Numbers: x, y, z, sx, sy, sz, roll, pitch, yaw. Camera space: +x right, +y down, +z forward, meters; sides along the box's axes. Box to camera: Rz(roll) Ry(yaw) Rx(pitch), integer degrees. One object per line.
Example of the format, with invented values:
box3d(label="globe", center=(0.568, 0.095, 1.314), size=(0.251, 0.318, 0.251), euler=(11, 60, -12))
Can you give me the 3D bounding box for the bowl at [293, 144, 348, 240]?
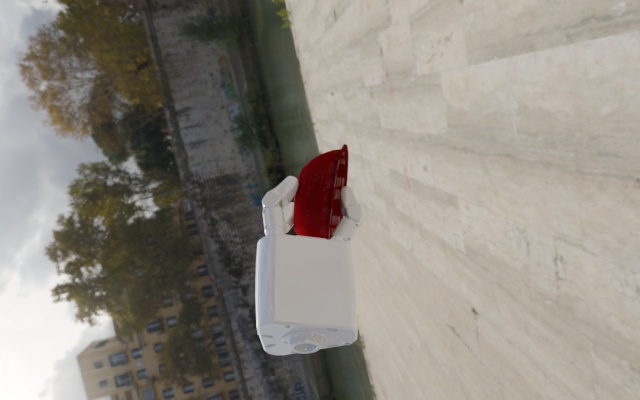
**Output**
box3d(label="bowl", center=(0.000, 0.001, 0.642), size=(0.055, 0.162, 0.162), euler=(7, 1, 8))
